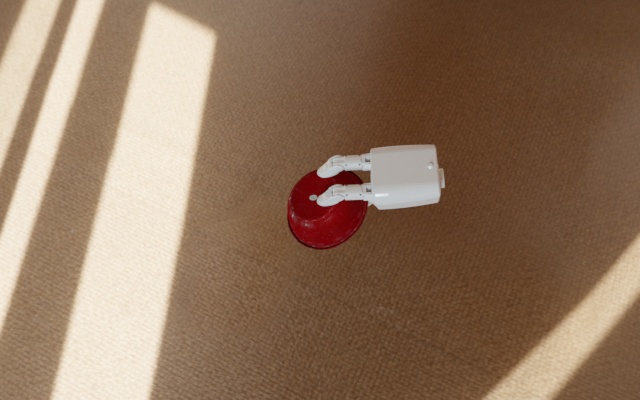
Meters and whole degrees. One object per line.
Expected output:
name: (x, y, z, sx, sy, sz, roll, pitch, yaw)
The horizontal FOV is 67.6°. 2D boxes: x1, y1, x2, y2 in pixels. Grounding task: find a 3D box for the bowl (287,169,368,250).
bowl: (-0.001, 0.003, 0.846, 0.162, 0.162, 0.055, 0, -22, 27)
